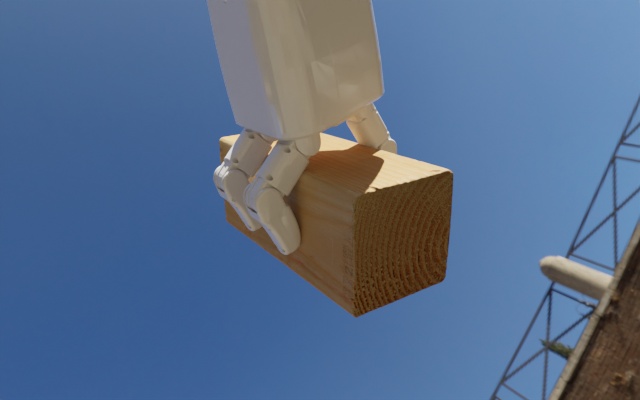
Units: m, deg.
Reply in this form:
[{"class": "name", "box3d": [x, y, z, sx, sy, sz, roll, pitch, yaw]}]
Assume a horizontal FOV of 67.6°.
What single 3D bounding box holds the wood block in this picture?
[{"class": "wood block", "box3d": [0.000, 0.001, 0.403, 0.091, 0.090, 0.206, -14, 24, -31]}]
